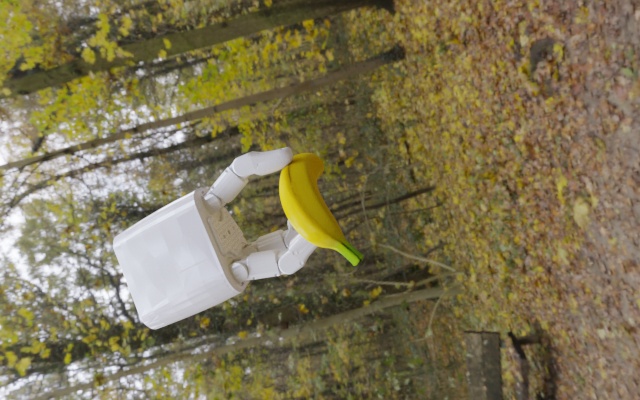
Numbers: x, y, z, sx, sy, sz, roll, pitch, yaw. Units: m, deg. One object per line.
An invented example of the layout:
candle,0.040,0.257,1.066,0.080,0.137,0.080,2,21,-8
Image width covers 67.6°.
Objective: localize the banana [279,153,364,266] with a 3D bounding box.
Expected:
banana,-0.012,-0.008,0.473,0.070,0.037,0.197,42,16,-28
